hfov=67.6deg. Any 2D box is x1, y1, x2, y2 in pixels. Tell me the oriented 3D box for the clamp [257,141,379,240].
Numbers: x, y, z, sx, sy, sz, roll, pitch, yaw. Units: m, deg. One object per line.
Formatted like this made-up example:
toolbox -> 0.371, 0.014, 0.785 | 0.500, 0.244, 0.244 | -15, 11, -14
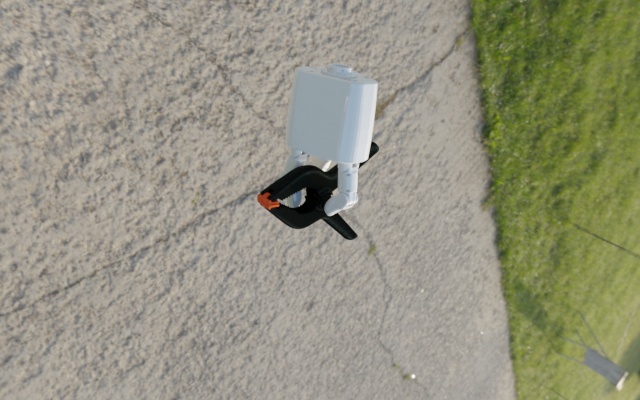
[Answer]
clamp -> 0.000, 0.002, 0.702 | 0.210, 0.165, 0.036 | -14, 30, -39
